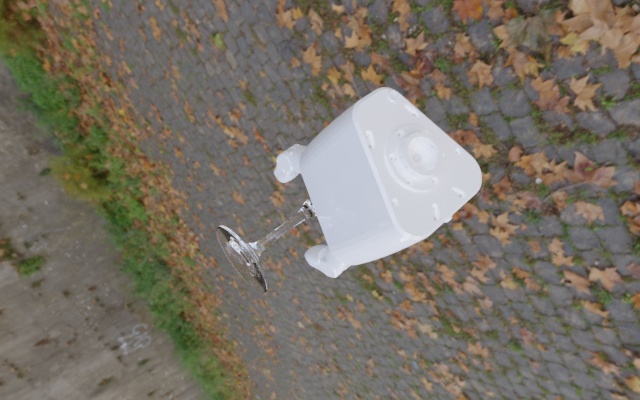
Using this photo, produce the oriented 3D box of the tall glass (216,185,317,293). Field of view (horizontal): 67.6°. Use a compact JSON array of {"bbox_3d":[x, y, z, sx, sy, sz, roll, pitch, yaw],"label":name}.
[{"bbox_3d":[-0.001,0.002,0.477,0.201,0.079,0.079,-36,18,-26],"label":"tall glass"}]
